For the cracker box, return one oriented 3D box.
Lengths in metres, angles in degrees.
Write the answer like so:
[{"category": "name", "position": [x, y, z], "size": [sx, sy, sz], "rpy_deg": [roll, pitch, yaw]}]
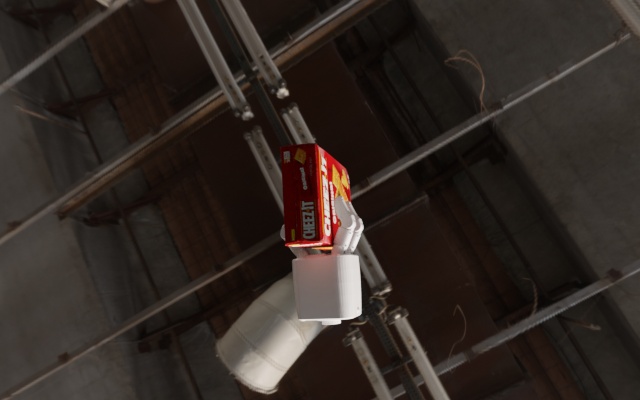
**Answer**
[{"category": "cracker box", "position": [0.000, 0.003, 0.856], "size": [0.072, 0.164, 0.214], "rpy_deg": [-7, -9, 15]}]
